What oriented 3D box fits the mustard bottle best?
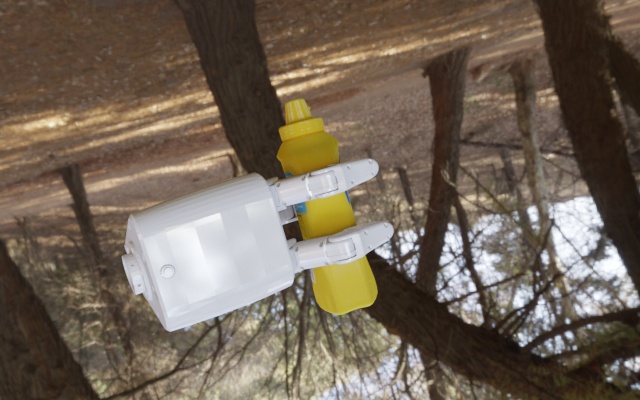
[{"bbox_3d":[0.000,0.002,0.444,0.058,0.191,0.096,-16,6,-5],"label":"mustard bottle"}]
